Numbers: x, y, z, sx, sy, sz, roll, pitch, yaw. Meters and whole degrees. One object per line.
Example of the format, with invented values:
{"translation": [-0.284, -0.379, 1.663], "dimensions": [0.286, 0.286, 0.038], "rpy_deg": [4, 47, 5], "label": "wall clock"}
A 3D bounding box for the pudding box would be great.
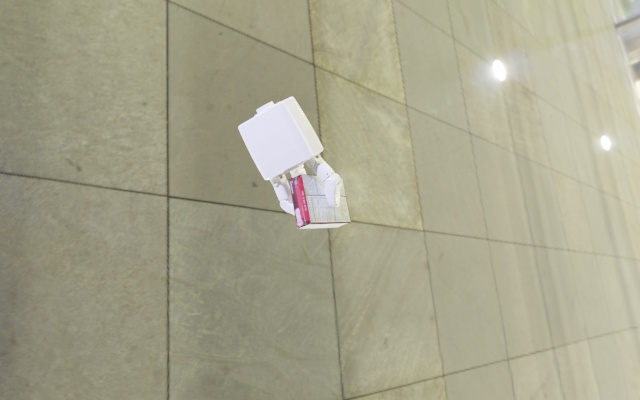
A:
{"translation": [0.000, 0.003, 0.847], "dimensions": [0.113, 0.090, 0.039], "rpy_deg": [2, -16, -45], "label": "pudding box"}
